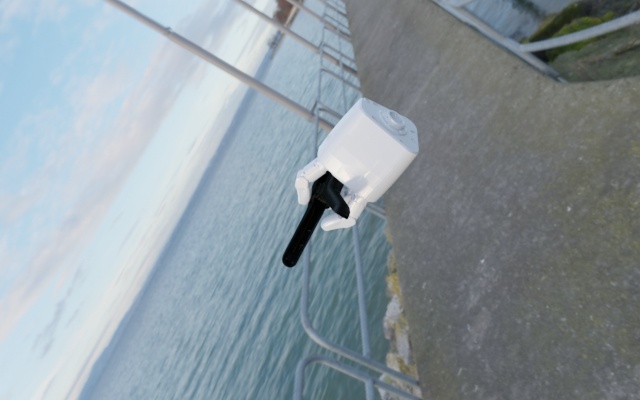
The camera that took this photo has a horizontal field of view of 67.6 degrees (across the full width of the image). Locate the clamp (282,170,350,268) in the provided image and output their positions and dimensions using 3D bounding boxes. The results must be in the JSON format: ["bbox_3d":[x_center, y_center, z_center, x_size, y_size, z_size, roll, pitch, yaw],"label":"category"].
[{"bbox_3d":[0.000,0.002,0.768,0.036,0.209,0.165,32,-54,-16],"label":"clamp"}]
